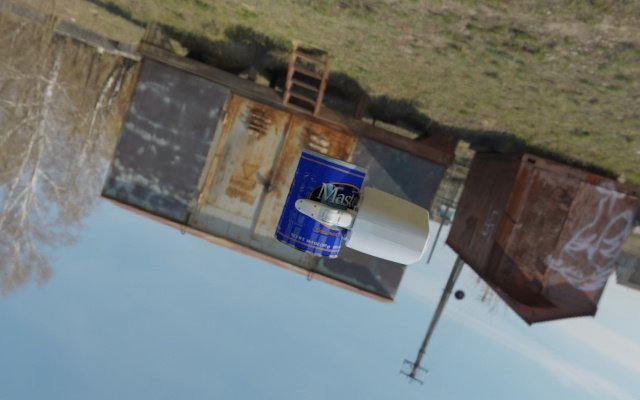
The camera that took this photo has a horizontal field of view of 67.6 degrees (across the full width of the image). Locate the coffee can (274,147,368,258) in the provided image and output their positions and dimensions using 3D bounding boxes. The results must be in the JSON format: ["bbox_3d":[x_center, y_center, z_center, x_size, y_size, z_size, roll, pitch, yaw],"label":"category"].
[{"bbox_3d":[0.000,0.002,0.715,0.103,0.140,0.103,19,6,-2],"label":"coffee can"}]
